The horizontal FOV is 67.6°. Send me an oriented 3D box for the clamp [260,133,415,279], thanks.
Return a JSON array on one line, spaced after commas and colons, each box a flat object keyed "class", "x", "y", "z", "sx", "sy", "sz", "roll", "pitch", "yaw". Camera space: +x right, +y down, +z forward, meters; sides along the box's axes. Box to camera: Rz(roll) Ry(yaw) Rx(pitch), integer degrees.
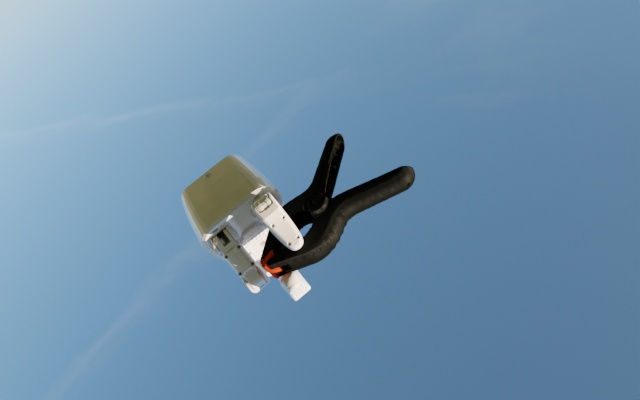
[{"class": "clamp", "x": 0.000, "y": 0.002, "z": 0.489, "sx": 0.120, "sy": 0.171, "sz": 0.039, "roll": 43, "pitch": -9, "yaw": 50}]
